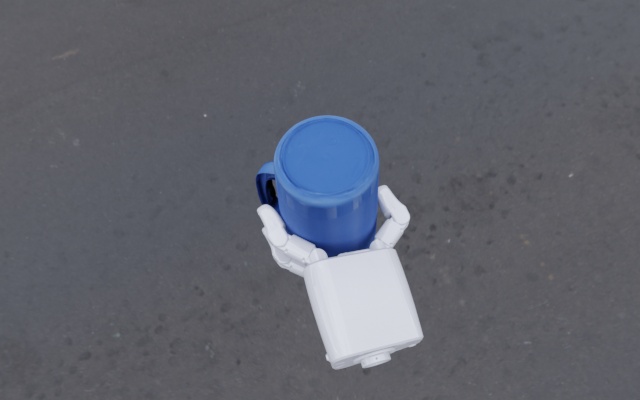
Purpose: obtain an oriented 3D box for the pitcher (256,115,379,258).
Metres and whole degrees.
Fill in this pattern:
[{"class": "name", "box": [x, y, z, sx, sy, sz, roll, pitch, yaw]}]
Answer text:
[{"class": "pitcher", "box": [0.000, 0.002, 0.587, 0.149, 0.145, 0.243, -15, -25, -5]}]
